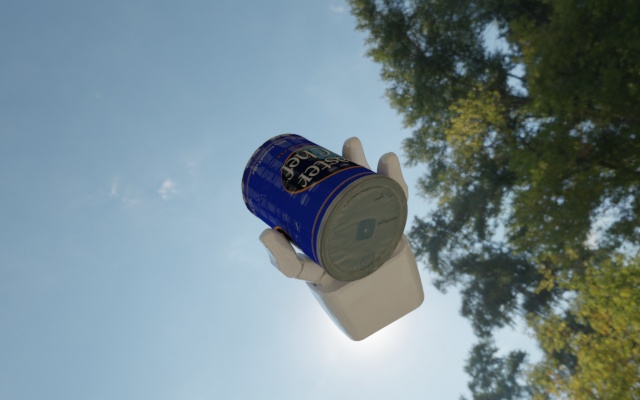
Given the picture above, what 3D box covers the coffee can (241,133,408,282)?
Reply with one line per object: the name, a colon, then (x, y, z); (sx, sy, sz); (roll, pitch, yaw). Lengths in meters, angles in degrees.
coffee can: (0.000, 0.002, 0.472); (0.103, 0.103, 0.140); (0, 22, -40)
